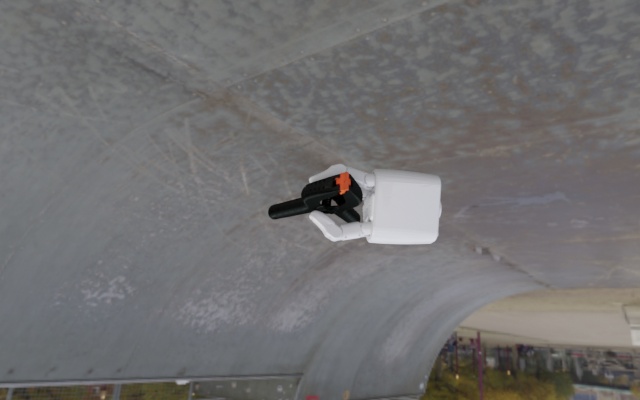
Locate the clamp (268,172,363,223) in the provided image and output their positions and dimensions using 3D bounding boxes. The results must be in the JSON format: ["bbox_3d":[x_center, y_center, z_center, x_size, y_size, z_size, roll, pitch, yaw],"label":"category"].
[{"bbox_3d":[0.000,0.003,0.760,0.164,0.036,0.210,2,-17,-6],"label":"clamp"}]
